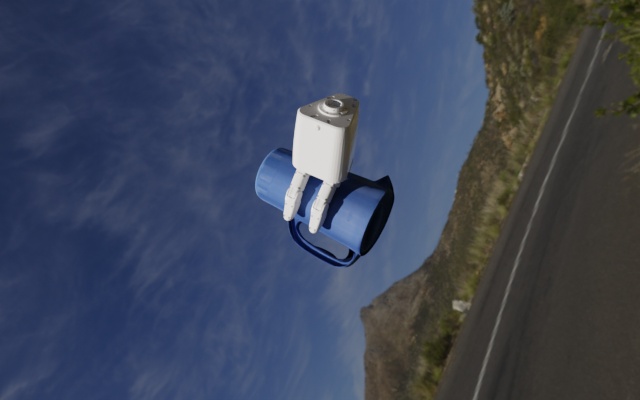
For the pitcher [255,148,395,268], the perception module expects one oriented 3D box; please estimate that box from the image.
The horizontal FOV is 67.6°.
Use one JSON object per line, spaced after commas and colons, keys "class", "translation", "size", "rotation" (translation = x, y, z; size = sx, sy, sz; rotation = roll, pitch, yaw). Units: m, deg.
{"class": "pitcher", "translation": [0.000, 0.003, 0.879], "size": [0.243, 0.145, 0.149], "rotation": [25, 45, 20]}
